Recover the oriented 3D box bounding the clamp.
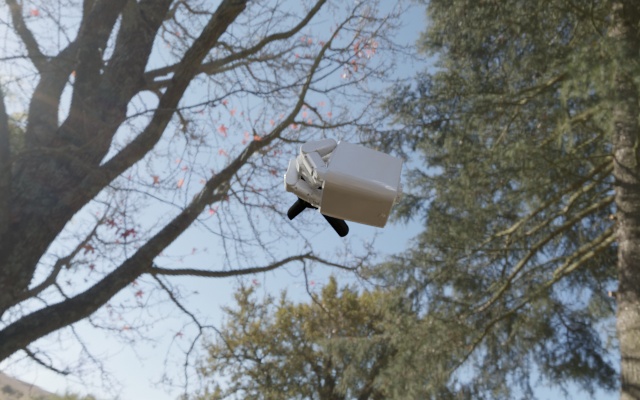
[{"bbox_3d":[0.000,0.002,0.819,0.120,0.039,0.172,17,-32,6],"label":"clamp"}]
